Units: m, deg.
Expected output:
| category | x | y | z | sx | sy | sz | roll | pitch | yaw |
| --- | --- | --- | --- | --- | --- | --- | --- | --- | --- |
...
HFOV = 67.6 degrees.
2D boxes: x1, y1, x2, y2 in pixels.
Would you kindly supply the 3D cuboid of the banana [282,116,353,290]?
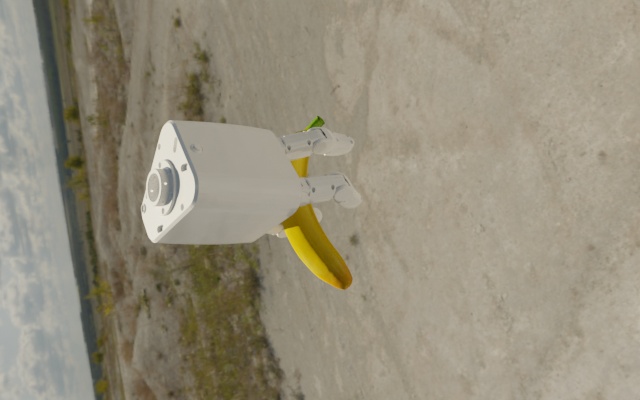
| category | x | y | z | sx | sy | sz | roll | pitch | yaw |
| --- | --- | --- | --- | --- | --- | --- | --- | --- | --- |
| banana | -0.016 | 0.004 | 0.516 | 0.069 | 0.197 | 0.037 | -21 | -21 | 29 |
